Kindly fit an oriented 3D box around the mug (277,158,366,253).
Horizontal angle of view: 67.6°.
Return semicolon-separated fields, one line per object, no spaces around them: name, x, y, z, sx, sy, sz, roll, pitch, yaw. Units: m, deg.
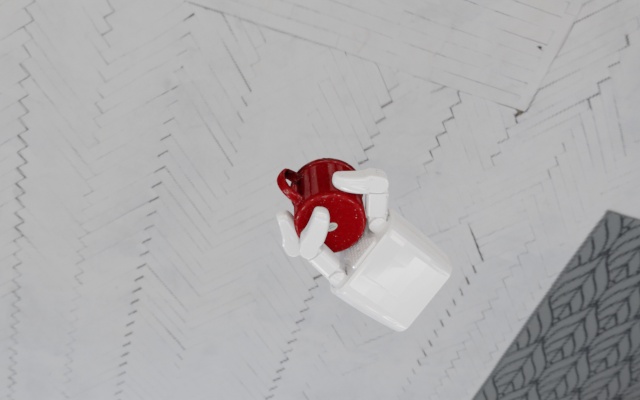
mug;-0.001;0.001;0.559;0.117;0.093;0.081;34;22;-19
